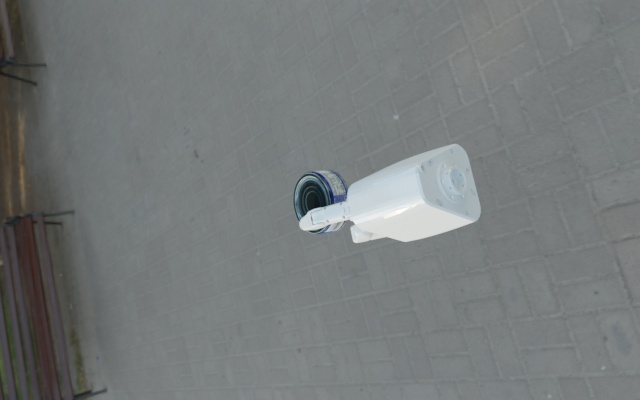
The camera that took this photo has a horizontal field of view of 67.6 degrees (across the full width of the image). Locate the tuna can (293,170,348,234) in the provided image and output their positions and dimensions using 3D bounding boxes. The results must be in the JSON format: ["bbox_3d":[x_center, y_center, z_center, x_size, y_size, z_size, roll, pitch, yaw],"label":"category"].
[{"bbox_3d":[0.000,0.002,0.644,0.034,0.086,0.086,-8,5,-38],"label":"tuna can"}]
